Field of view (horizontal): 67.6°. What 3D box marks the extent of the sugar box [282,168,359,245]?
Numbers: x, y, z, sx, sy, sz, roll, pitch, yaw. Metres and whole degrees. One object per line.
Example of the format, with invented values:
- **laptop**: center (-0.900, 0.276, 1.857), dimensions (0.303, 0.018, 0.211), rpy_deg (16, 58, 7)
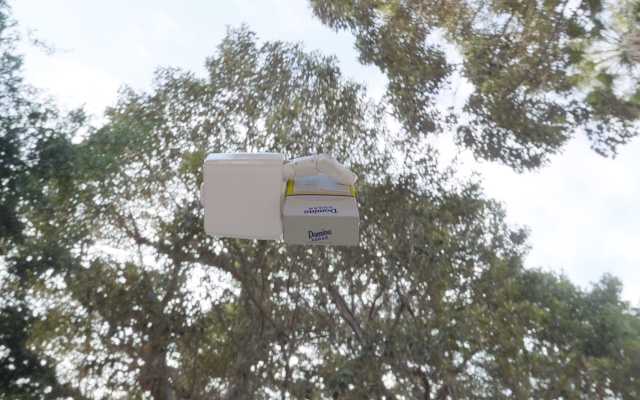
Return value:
- **sugar box**: center (0.000, 0.003, 0.647), dimensions (0.093, 0.048, 0.176), rpy_deg (1, 26, 0)
